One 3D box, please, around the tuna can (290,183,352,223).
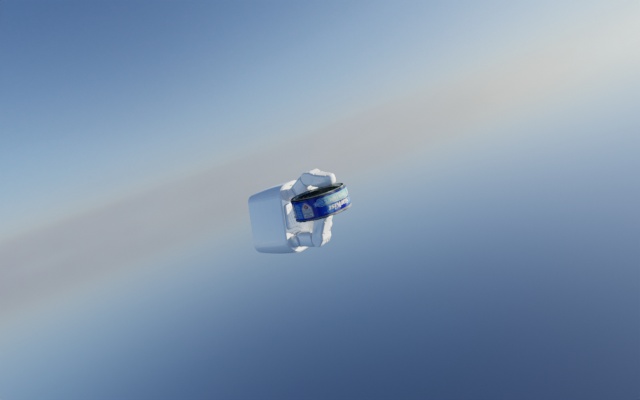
[{"bbox_3d":[0.000,0.002,0.699,0.086,0.034,0.086,-17,9,3],"label":"tuna can"}]
